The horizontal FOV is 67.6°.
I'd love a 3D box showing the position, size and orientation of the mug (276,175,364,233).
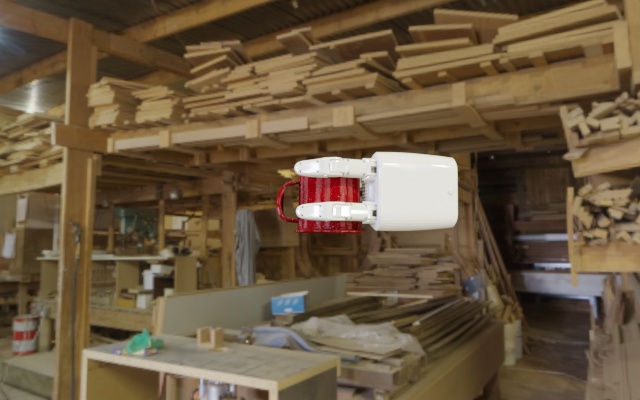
[{"bbox_3d":[-0.001,0.002,0.632,0.117,0.081,0.093,1,-5,-10],"label":"mug"}]
